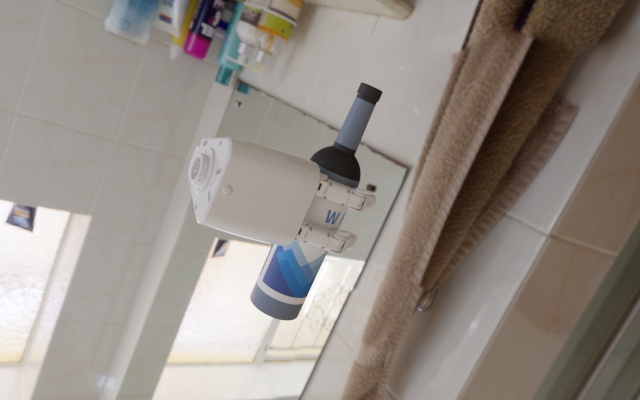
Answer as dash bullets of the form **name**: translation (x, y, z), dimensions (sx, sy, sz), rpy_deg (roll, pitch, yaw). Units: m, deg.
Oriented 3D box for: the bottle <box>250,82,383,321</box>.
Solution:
- **bottle**: translation (0.000, 0.002, 0.575), dimensions (0.069, 0.296, 0.069), rpy_deg (23, 12, -5)
